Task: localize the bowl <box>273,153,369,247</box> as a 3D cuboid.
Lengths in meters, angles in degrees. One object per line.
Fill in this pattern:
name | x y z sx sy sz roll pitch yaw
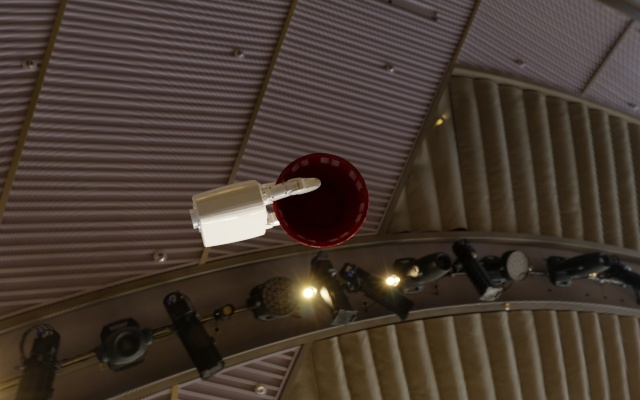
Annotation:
bowl | 0.001 0.003 0.822 0.162 0.162 0.055 0 -12 -1
